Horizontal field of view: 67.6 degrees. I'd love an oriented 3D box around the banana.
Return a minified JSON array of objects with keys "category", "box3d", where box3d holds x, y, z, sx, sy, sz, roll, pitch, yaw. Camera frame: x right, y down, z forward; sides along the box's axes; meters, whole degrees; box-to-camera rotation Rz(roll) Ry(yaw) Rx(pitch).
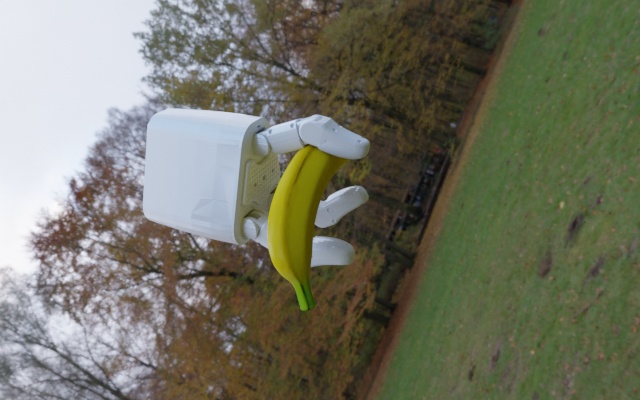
[{"category":"banana","box3d":[-0.007,-0.009,0.410,0.037,0.197,0.070,-2,-43,24]}]
